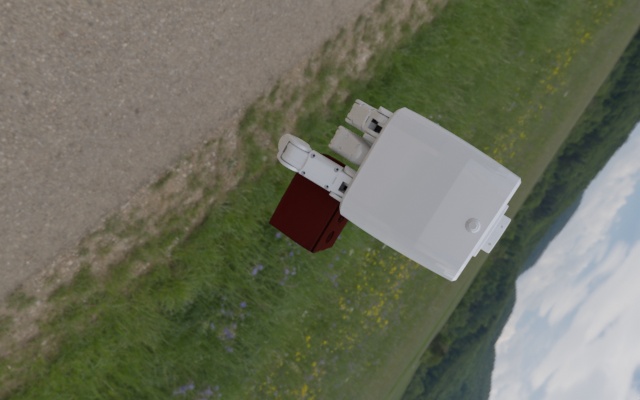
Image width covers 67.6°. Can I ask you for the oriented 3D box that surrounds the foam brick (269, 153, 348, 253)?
[{"bbox_3d":[0.000,0.002,0.436,0.051,0.078,0.053,34,12,16],"label":"foam brick"}]
